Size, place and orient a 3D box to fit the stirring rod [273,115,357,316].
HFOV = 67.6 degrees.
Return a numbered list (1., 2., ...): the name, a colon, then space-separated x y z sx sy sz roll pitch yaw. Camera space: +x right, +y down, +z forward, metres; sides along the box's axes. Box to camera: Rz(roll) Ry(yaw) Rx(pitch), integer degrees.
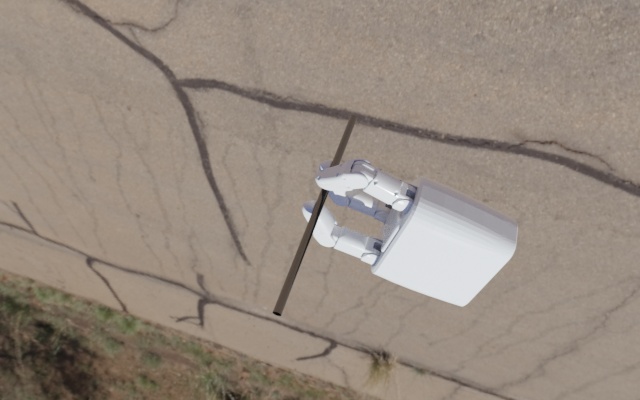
1. stirring rod: 0.000 0.001 0.467 0.011 0.239 0.011 15 -34 10
